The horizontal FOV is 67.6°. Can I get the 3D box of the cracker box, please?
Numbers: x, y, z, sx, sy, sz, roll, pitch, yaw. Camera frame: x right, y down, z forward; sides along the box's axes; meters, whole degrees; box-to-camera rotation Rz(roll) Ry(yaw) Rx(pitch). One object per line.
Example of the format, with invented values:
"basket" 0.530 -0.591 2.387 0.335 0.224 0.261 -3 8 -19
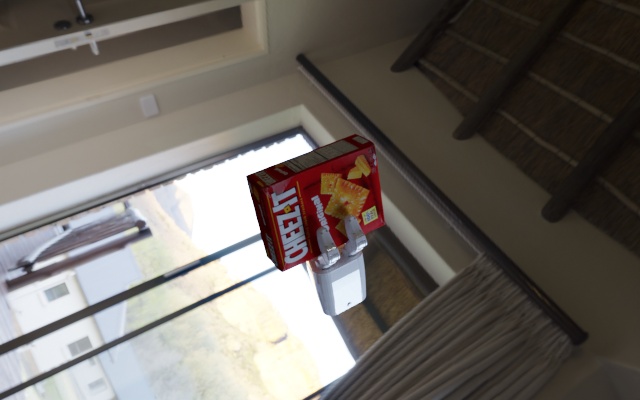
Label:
"cracker box" 0.000 0.003 0.804 0.213 0.164 0.072 -23 31 -22
